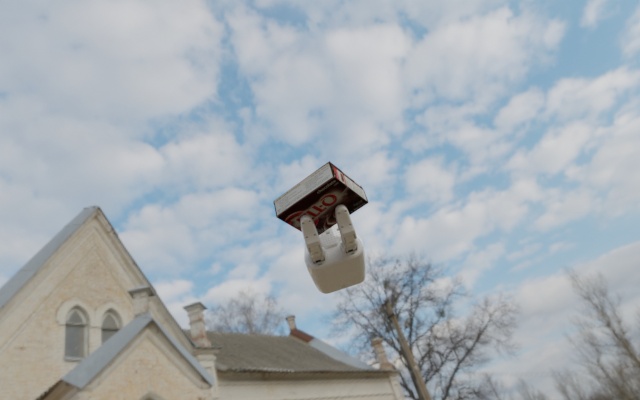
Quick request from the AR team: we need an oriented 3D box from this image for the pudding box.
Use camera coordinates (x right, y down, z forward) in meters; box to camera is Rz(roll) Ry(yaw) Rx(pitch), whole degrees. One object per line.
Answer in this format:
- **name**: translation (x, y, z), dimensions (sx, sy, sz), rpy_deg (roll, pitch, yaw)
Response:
- **pudding box**: translation (0.000, 0.002, 0.716), dimensions (0.113, 0.039, 0.090), rpy_deg (-36, -42, 20)
